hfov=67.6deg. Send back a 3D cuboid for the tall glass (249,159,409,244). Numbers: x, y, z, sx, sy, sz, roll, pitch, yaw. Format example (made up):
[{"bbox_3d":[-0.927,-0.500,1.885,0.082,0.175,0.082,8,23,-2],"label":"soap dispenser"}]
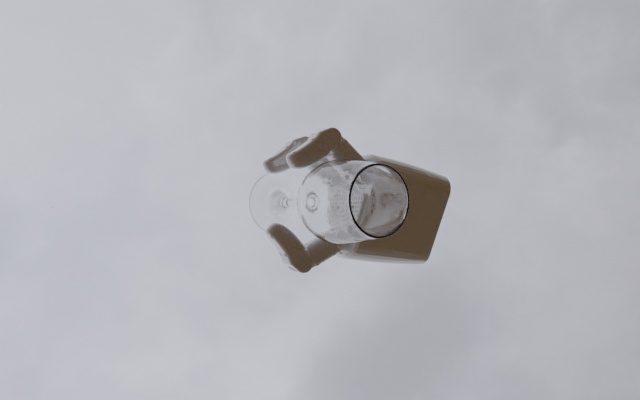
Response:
[{"bbox_3d":[0.000,0.002,0.475,0.079,0.079,0.201,0,-1,-29],"label":"tall glass"}]
